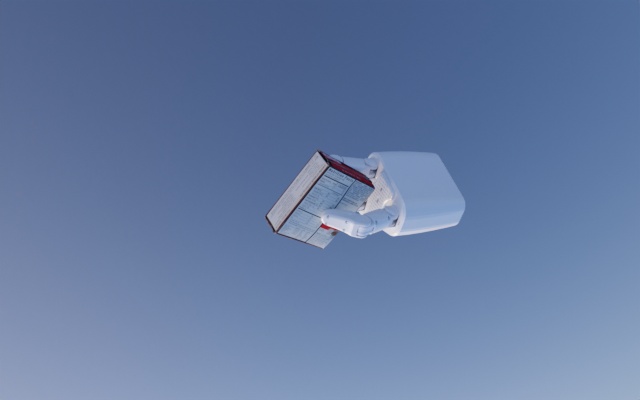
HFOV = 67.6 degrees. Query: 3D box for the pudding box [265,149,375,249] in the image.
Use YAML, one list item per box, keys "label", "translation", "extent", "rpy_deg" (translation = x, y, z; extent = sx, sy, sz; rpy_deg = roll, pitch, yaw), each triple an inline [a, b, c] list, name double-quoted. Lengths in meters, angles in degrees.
- label: "pudding box"
  translation: [0.000, 0.002, 0.595]
  extent: [0.090, 0.113, 0.039]
  rpy_deg: [24, 21, -42]
